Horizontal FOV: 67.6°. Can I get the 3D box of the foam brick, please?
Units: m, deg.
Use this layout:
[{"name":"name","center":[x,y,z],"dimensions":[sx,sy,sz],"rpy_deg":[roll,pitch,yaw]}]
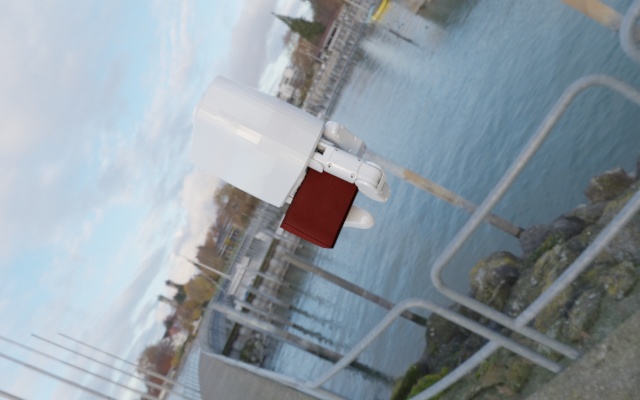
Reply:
[{"name":"foam brick","center":[0.000,0.002,0.461],"dimensions":[0.051,0.078,0.053],"rpy_deg":[26,-11,-7]}]
